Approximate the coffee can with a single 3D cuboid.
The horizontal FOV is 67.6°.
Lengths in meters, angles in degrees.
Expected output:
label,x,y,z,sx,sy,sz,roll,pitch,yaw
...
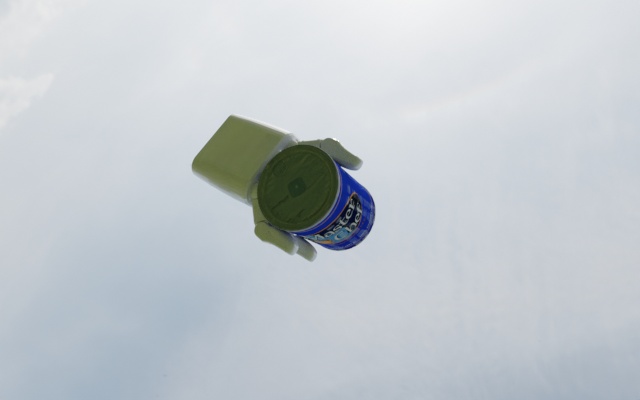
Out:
label,x,y,z,sx,sy,sz,roll,pitch,yaw
coffee can,0.000,0.002,0.600,0.103,0.102,0.140,0,-15,24
